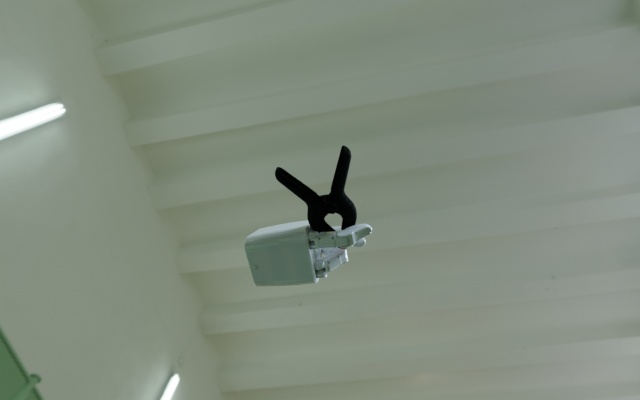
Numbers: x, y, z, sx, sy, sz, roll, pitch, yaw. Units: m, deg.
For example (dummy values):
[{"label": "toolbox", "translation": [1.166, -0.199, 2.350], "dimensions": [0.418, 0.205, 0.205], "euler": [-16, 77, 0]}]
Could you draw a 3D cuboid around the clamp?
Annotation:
[{"label": "clamp", "translation": [0.000, 0.002, 0.756], "dimensions": [0.120, 0.171, 0.039], "euler": [-7, 23, 10]}]
